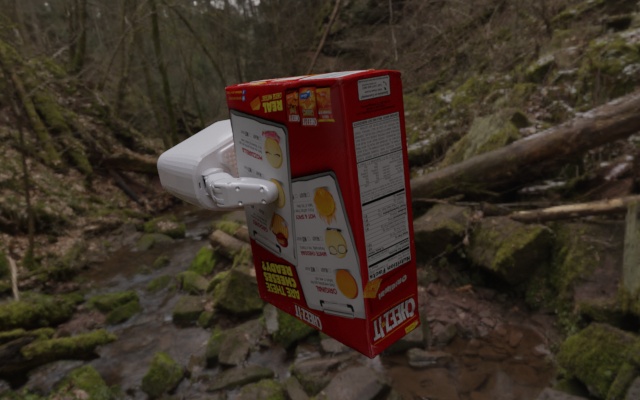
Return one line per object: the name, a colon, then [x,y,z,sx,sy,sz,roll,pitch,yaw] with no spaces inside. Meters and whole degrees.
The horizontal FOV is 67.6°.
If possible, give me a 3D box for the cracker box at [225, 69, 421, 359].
cracker box: [0.000,0.001,0.415,0.072,0.214,0.164,-20,20,-35]
